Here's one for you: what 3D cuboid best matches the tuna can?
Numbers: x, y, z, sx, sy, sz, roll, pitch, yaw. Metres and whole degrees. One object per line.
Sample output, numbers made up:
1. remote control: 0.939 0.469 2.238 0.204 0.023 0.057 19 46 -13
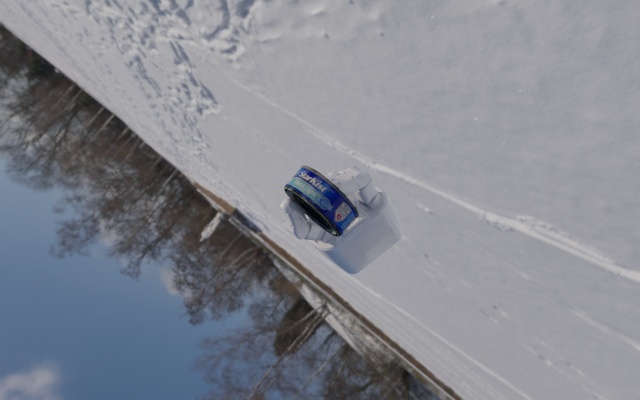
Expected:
1. tuna can: 0.000 0.002 0.538 0.086 0.033 0.086 40 -10 9
